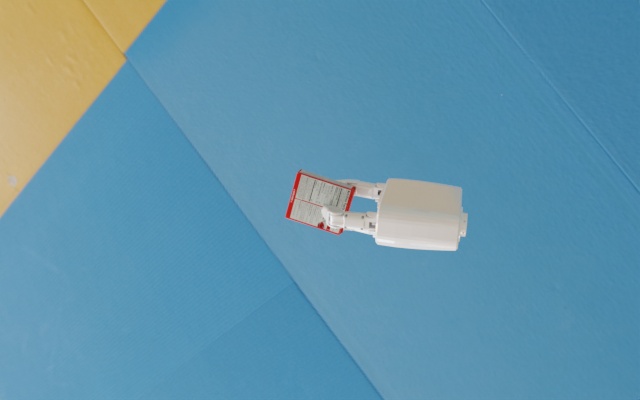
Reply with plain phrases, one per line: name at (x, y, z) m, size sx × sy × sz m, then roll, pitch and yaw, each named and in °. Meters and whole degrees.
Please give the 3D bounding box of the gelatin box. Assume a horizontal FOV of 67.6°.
gelatin box at (0.000, 0.002, 0.706) m, size 0.089 × 0.073 × 0.030 m, roll 18°, pitch 16°, yaw 7°
